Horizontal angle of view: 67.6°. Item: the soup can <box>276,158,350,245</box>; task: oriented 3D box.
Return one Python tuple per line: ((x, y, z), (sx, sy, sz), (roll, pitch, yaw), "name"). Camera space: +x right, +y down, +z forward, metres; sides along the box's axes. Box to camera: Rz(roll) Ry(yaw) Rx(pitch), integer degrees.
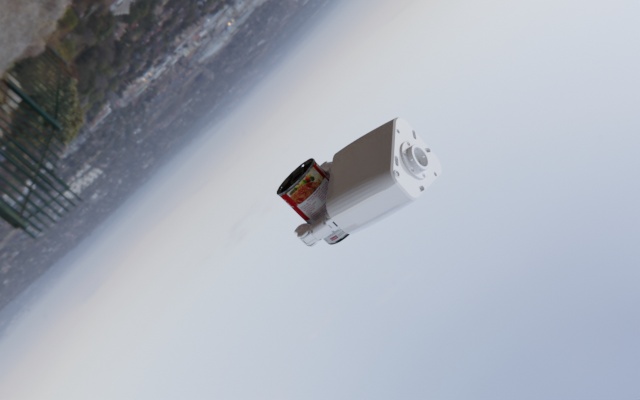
((0.000, 0.003, 0.644), (0.102, 0.068, 0.068), (45, -16, -16), "soup can")
